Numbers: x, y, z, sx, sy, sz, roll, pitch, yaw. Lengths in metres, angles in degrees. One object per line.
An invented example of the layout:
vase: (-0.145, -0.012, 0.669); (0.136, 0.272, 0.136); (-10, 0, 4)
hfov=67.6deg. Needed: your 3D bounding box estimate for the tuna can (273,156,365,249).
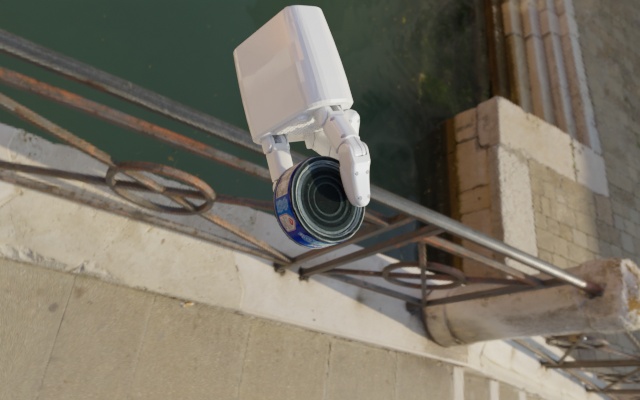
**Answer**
tuna can: (0.000, 0.001, 0.453); (0.086, 0.086, 0.034); (0, -12, -34)
